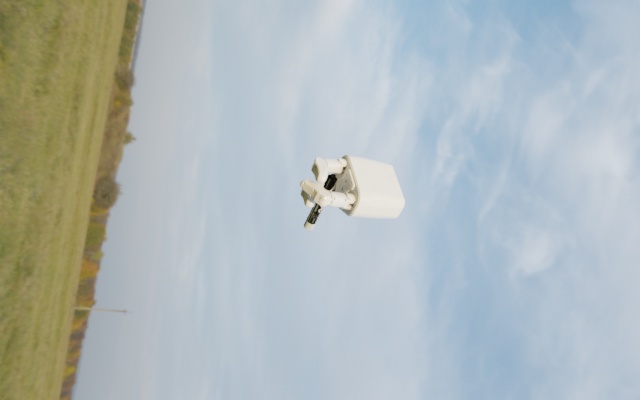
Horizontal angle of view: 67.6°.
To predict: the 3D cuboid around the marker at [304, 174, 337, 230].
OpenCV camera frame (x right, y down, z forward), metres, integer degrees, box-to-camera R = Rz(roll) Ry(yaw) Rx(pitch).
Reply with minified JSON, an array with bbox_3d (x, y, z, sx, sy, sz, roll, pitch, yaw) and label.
[{"bbox_3d":[0.000,0.003,0.846,0.020,0.121,0.020,18,32,-12],"label":"marker"}]
